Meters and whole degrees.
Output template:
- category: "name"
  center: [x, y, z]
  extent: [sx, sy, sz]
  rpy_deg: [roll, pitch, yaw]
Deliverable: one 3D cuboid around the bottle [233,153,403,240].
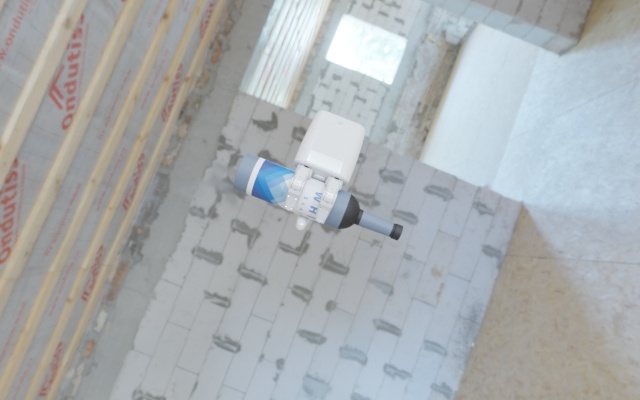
- category: "bottle"
  center: [0.000, 0.003, 0.820]
  extent: [0.296, 0.069, 0.069]
  rpy_deg: [21, 0, 0]
